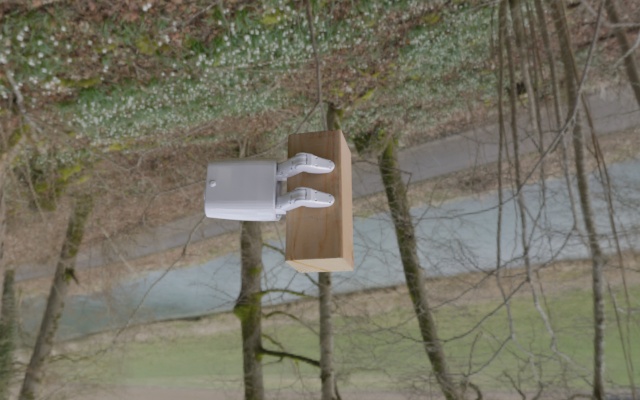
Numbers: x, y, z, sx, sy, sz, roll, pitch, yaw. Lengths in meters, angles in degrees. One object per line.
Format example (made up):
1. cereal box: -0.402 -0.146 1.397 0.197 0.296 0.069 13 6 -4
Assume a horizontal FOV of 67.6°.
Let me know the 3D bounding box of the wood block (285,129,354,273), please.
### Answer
1. wood block: 0.000 0.003 0.757 0.090 0.206 0.091 -5 -21 12
